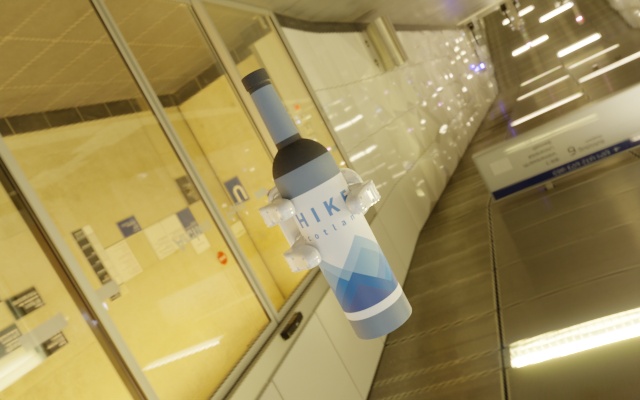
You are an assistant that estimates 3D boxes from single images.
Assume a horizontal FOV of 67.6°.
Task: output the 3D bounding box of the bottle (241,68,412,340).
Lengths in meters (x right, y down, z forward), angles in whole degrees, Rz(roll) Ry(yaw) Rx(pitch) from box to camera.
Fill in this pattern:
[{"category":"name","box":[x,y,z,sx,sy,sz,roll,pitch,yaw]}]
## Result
[{"category":"bottle","box":[0.000,0.002,0.499,0.069,0.296,0.069,-28,6,3]}]
